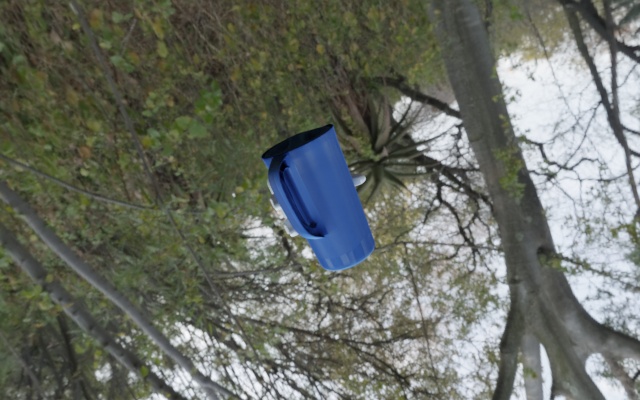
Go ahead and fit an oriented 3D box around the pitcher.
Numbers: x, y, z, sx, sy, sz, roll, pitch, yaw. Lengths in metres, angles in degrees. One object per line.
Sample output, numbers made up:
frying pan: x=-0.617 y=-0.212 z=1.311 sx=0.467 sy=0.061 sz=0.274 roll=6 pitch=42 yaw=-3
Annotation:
pitcher: x=0.000 y=0.003 z=0.832 sx=0.149 sy=0.243 sz=0.145 roll=-28 pitch=17 yaw=-12
